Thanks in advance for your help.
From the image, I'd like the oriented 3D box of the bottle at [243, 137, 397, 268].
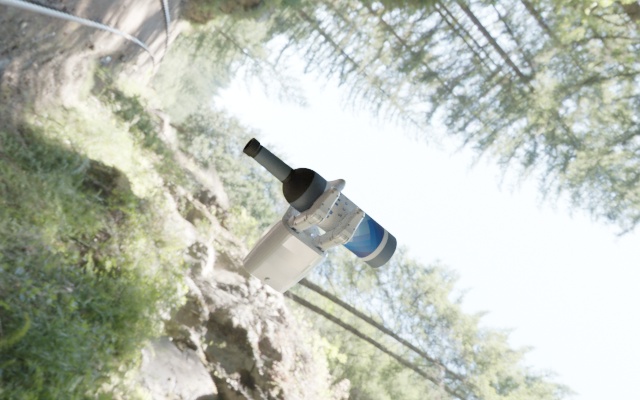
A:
[{"bbox_3d":[0.000,0.003,0.756,0.296,0.069,0.069,39,-17,-23],"label":"bottle"}]
